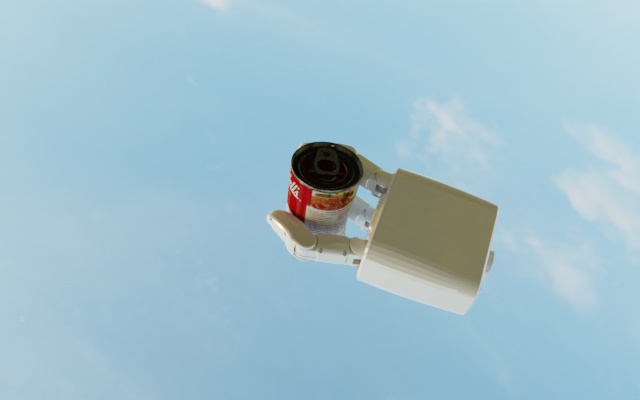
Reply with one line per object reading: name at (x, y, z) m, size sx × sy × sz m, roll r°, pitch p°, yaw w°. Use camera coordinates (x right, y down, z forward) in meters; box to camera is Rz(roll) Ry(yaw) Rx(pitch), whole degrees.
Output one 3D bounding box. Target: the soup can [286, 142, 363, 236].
soup can at (0.000, 0.002, 0.477) m, size 0.068 × 0.068 × 0.102 m, roll 0°, pitch -43°, yaw -10°
